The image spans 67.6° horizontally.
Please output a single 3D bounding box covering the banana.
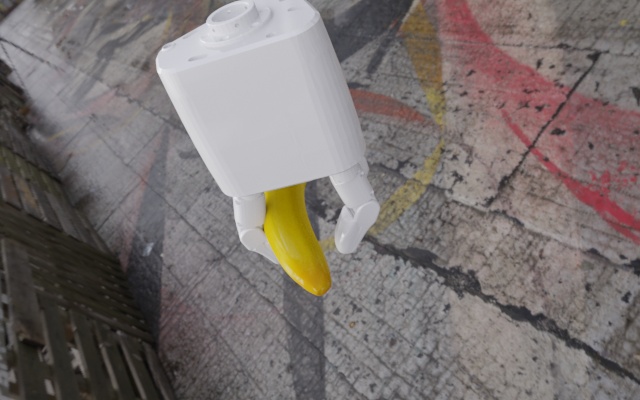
[{"bbox_3d":[-0.018,-0.002,0.417,0.069,0.037,0.197,2,40,5],"label":"banana"}]
